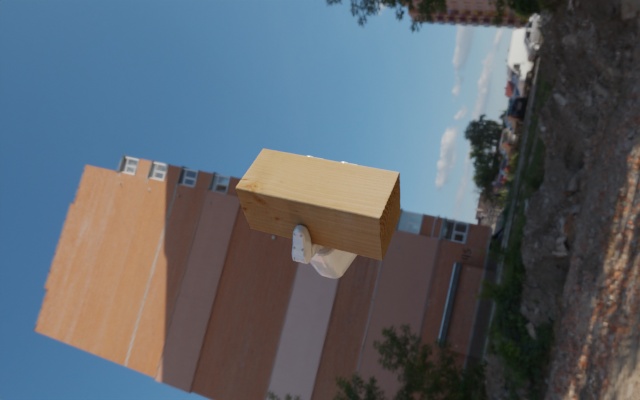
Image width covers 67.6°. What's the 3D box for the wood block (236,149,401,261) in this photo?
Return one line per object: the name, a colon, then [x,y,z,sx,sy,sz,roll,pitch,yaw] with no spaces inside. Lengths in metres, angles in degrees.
wood block: [0.000,0.003,0.670,0.206,0.090,0.090,11,-40,20]
